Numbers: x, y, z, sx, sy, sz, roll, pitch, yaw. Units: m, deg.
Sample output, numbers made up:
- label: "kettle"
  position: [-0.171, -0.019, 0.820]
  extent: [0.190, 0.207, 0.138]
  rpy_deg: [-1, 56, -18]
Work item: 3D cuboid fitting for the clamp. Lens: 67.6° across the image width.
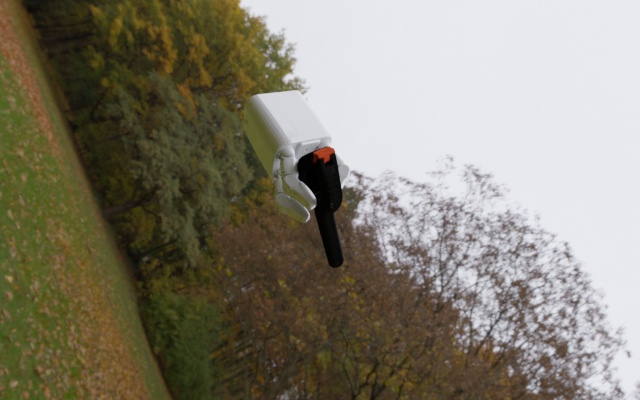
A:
- label: "clamp"
  position: [0.001, 0.002, 0.714]
  extent: [0.036, 0.164, 0.210]
  rpy_deg: [-26, -21, -23]
